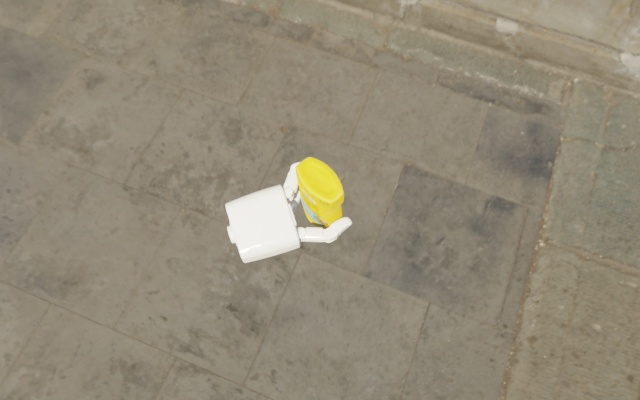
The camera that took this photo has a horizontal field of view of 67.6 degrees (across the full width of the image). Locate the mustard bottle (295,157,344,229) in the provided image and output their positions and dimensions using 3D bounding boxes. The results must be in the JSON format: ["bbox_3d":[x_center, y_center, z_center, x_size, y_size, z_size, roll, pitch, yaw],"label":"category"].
[{"bbox_3d":[0.000,0.003,0.874,0.058,0.096,0.192,-40,-19,-15],"label":"mustard bottle"}]
